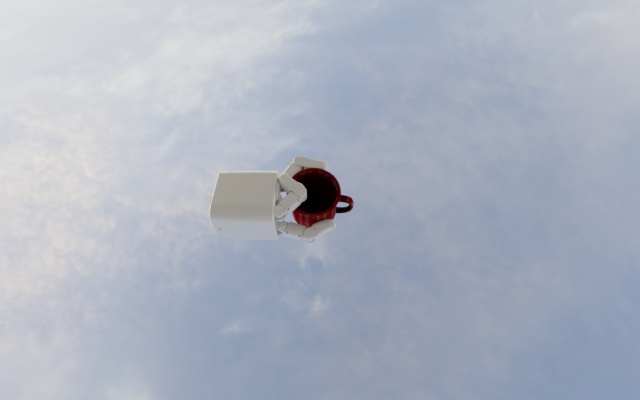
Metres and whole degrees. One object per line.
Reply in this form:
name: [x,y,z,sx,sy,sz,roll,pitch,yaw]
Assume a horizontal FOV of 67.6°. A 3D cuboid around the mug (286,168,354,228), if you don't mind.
mug: [0.002,0.003,0.846,0.117,0.093,0.081,4,-26,1]
